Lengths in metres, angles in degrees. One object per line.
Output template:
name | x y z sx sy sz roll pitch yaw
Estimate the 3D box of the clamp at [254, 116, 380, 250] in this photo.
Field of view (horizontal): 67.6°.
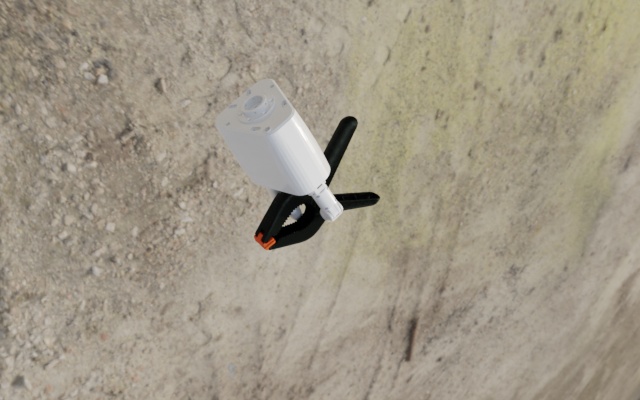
clamp | 0.000 0.003 0.682 0.036 0.210 0.165 34 -17 44
